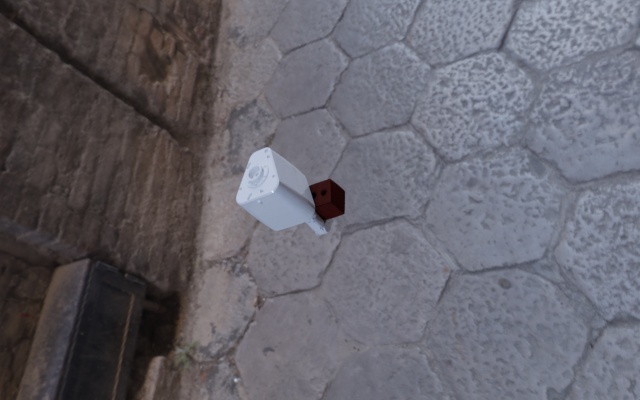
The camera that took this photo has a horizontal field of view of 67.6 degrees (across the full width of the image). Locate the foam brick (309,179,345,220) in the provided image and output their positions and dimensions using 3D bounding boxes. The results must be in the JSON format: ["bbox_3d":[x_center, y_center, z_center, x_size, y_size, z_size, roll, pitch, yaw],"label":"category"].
[{"bbox_3d":[0.000,0.003,0.883,0.078,0.053,0.051,-19,-37,27],"label":"foam brick"}]
